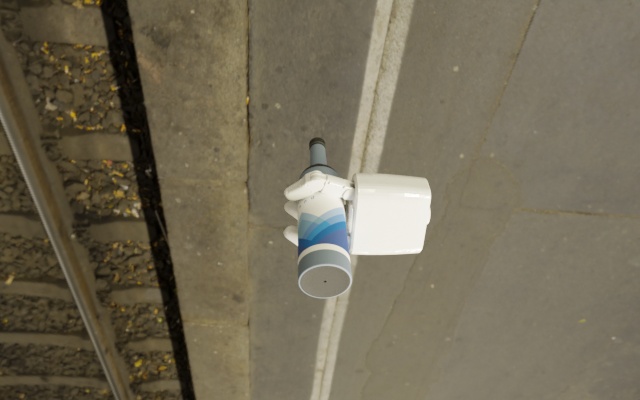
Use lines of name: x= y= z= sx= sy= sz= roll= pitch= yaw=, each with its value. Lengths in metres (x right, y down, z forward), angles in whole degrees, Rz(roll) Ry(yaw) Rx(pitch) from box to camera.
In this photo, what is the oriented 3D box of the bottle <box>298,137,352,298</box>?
bottle: x=0.000 y=0.002 z=0.693 sx=0.069 sy=0.069 sz=0.295 roll=0 pitch=42 yaw=-3
